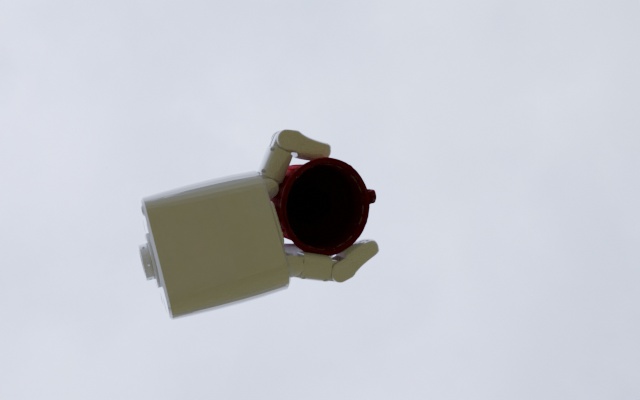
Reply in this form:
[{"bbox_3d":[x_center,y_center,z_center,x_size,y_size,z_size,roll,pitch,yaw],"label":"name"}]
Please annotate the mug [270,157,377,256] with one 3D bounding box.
[{"bbox_3d":[0.001,0.001,0.487,0.117,0.093,0.081,-12,9,-24],"label":"mug"}]
